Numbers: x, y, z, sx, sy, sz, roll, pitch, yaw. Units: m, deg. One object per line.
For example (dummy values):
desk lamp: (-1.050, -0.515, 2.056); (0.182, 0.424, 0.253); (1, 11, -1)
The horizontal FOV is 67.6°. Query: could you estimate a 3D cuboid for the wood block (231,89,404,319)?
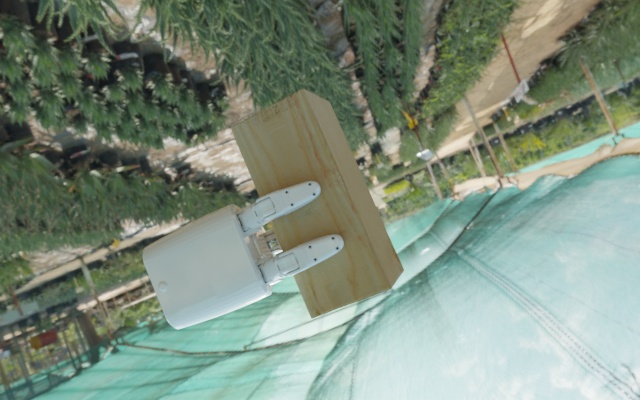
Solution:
wood block: (0.000, 0.002, 0.500); (0.090, 0.206, 0.091); (-25, -4, 17)
